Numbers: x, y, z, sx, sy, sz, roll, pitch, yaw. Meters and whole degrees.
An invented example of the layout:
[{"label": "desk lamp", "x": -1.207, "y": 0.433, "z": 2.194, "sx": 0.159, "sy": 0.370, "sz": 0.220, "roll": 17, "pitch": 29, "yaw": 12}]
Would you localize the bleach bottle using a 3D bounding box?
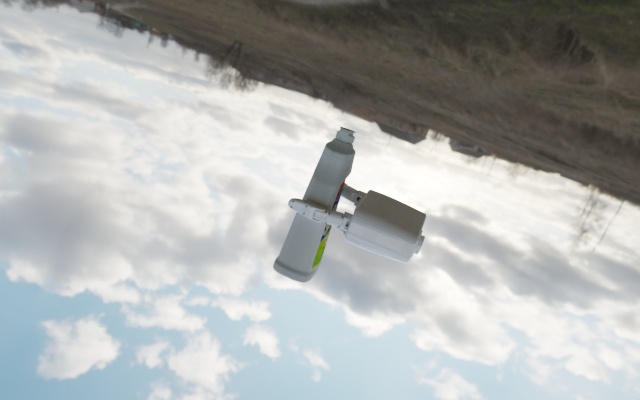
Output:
[{"label": "bleach bottle", "x": 0.000, "y": 0.003, "z": 0.782, "sx": 0.068, "sy": 0.251, "sz": 0.102, "roll": 22, "pitch": 14, "yaw": 11}]
